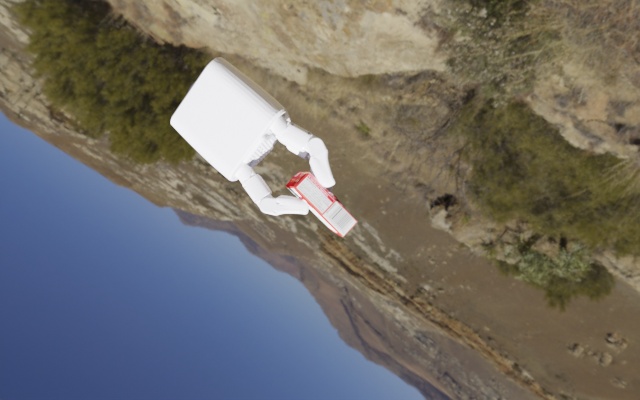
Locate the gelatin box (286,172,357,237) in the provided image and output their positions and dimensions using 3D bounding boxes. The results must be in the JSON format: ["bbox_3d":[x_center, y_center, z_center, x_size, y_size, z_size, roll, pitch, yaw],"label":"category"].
[{"bbox_3d":[0.000,0.003,0.602,0.089,0.030,0.073,45,-5,-9],"label":"gelatin box"}]
